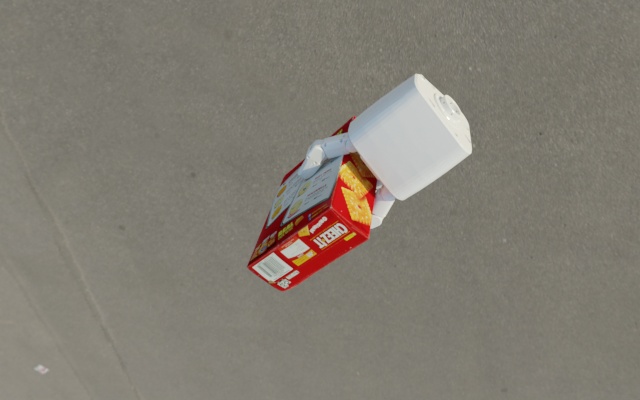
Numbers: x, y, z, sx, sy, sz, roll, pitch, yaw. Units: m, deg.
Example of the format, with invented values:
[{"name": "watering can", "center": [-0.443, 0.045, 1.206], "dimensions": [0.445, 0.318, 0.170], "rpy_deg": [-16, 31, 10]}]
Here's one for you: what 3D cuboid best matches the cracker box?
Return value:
[{"name": "cracker box", "center": [0.000, 0.002, 0.659], "dimensions": [0.164, 0.072, 0.213], "rpy_deg": [-37, 22, 33]}]
